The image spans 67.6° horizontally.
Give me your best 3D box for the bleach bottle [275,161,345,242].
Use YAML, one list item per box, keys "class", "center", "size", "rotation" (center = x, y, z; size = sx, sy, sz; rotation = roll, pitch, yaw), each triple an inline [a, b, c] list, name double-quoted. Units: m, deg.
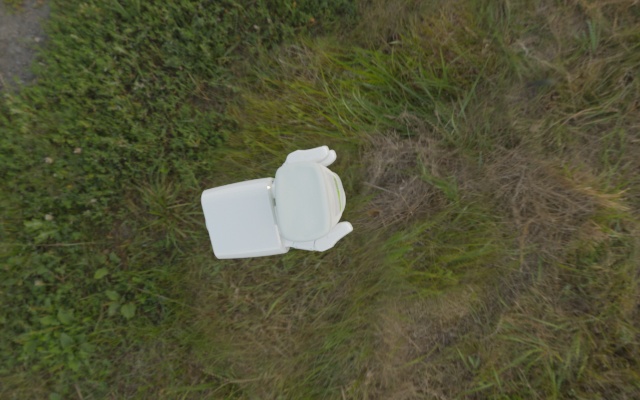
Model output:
- class: "bleach bottle"
  center: [0.000, 0.002, 0.698]
  size: [0.068, 0.102, 0.251]
  rotation: [-8, -3, 11]
